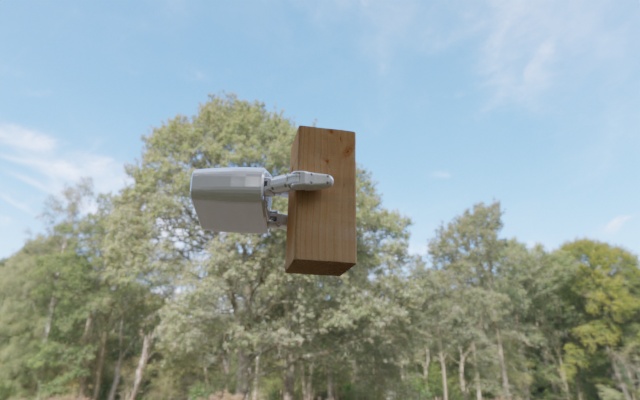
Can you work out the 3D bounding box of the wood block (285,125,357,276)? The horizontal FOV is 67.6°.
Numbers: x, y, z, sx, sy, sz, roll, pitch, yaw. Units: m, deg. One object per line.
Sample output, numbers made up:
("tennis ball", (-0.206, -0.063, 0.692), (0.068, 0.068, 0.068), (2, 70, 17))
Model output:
("wood block", (0.000, 0.002, 0.723), (0.090, 0.206, 0.091), (5, -21, -11))
